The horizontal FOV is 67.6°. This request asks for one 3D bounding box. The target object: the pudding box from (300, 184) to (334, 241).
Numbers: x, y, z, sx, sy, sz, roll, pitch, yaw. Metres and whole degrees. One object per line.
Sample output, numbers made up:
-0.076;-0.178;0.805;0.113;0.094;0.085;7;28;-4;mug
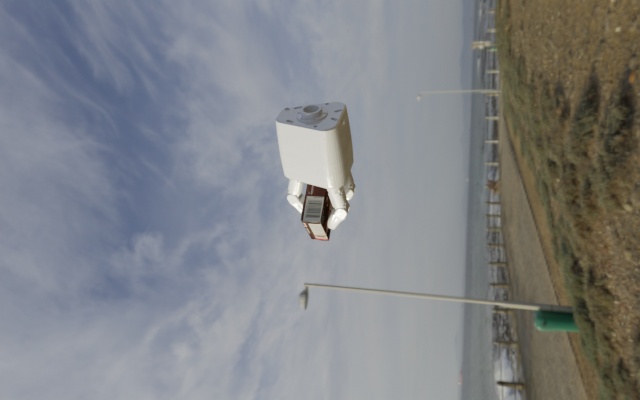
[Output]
0.000;0.003;0.833;0.039;0.113;0.090;5;-22;14;pudding box
